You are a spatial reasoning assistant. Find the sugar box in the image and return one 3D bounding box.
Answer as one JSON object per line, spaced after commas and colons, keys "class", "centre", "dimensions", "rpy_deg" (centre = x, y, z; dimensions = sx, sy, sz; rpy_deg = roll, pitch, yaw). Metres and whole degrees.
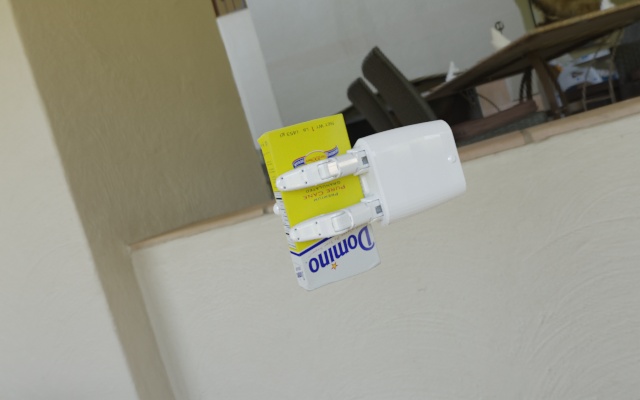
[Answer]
{"class": "sugar box", "centre": [0.000, 0.002, 0.530], "dimensions": [0.093, 0.176, 0.048], "rpy_deg": [-18, 3, -18]}
